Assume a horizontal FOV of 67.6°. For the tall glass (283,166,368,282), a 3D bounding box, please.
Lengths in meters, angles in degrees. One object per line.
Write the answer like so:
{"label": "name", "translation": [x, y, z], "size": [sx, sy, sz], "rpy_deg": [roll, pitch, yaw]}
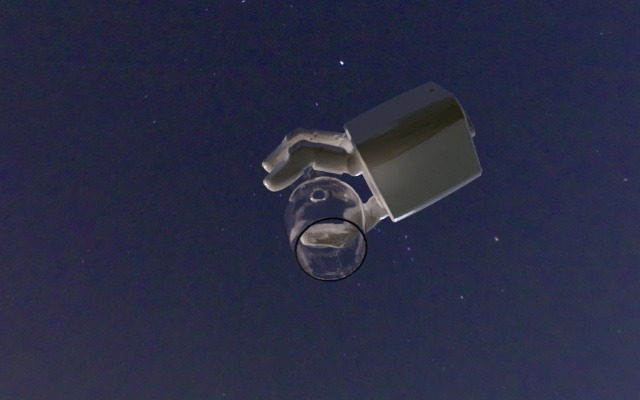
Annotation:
{"label": "tall glass", "translation": [0.000, 0.001, 0.488], "size": [0.079, 0.079, 0.201], "rpy_deg": [0, 24, -6]}
